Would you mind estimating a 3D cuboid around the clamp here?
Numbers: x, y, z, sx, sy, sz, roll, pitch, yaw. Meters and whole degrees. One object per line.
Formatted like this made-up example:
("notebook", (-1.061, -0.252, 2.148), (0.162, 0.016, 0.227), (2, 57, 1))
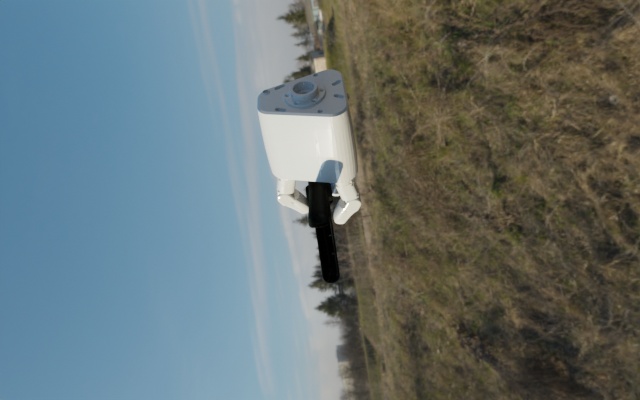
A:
("clamp", (-0.001, 0.002, 0.678), (0.036, 0.209, 0.165), (-7, -42, 2))
